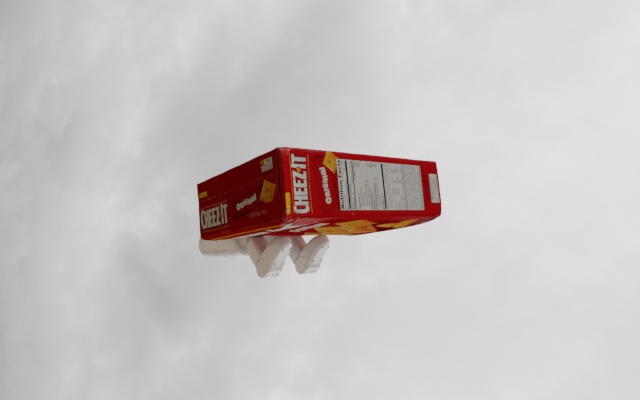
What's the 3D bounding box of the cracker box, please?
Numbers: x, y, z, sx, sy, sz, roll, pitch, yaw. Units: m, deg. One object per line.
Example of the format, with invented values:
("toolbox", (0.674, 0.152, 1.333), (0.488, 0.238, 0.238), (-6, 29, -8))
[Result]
("cracker box", (0.000, 0.002, 0.519), (0.214, 0.072, 0.164), (0, -10, -39))
